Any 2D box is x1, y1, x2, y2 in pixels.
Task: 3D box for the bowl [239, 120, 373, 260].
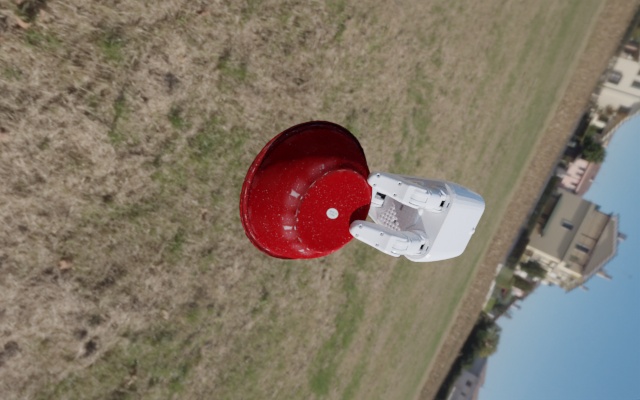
[{"bbox_3d":[-0.001,0.002,0.498,0.162,0.162,0.055,0,22,-35],"label":"bowl"}]
